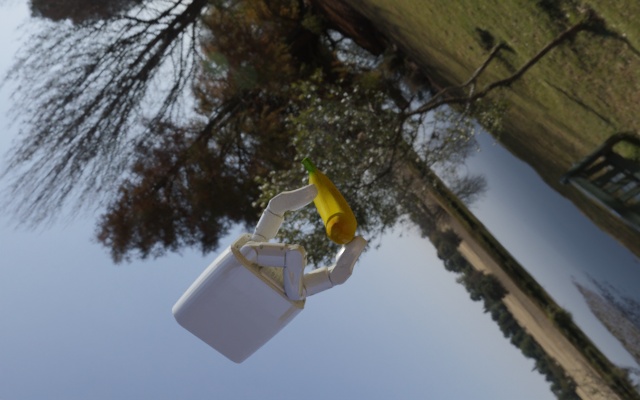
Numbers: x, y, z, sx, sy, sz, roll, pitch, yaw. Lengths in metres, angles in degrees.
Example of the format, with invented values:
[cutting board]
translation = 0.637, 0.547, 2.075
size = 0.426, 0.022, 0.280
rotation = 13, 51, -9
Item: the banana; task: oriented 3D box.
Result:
[banana]
translation = 0.012, 0.011, 0.589
size = 0.070, 0.037, 0.197
rotation = 41, 10, -27
